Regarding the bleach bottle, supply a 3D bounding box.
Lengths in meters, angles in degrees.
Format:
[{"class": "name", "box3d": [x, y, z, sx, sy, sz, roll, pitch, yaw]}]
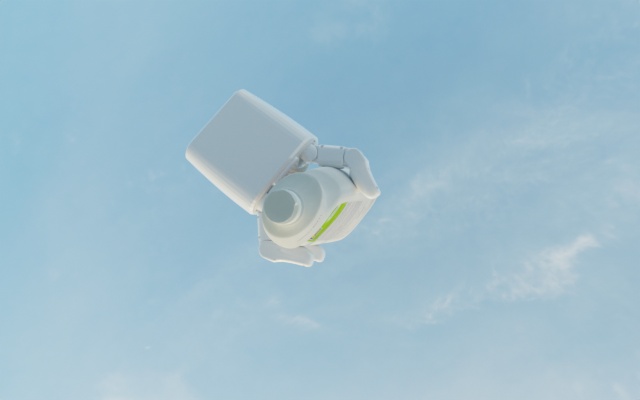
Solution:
[{"class": "bleach bottle", "box3d": [0.000, 0.002, 0.524, 0.068, 0.102, 0.251, 37, 7, 12]}]
